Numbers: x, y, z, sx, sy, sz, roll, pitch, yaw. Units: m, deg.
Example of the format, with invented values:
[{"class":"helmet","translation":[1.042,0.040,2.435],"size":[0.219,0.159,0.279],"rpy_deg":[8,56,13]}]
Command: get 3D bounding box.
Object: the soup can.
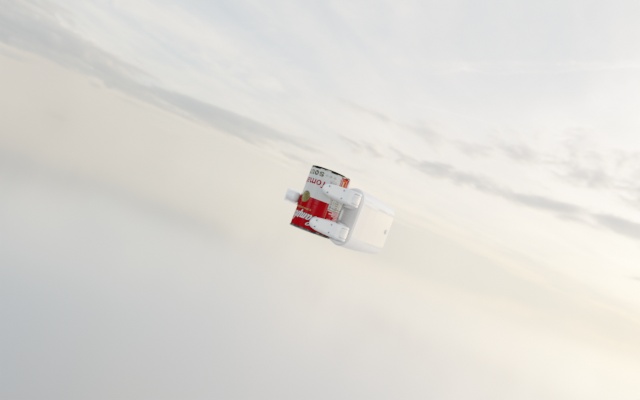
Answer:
[{"class":"soup can","translation":[0.000,0.002,0.759],"size":[0.068,0.102,0.068],"rpy_deg":[21,-2,1]}]
